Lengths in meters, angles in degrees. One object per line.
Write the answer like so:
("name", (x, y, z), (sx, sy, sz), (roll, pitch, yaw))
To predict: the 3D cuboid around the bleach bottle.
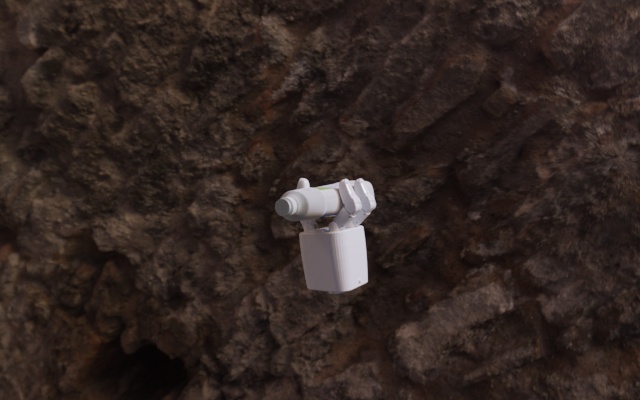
("bleach bottle", (0.000, 0.003, 0.848), (0.102, 0.068, 0.251), (-6, 1, 32))
